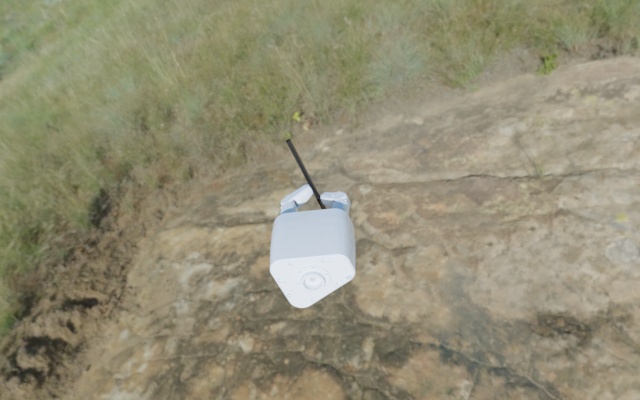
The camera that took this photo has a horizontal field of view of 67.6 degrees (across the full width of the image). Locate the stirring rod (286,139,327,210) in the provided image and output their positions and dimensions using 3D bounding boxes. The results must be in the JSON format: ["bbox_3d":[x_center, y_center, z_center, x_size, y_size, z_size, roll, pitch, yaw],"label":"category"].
[{"bbox_3d":[0.000,0.003,0.777,0.011,0.240,0.011,-21,30,13],"label":"stirring rod"}]
